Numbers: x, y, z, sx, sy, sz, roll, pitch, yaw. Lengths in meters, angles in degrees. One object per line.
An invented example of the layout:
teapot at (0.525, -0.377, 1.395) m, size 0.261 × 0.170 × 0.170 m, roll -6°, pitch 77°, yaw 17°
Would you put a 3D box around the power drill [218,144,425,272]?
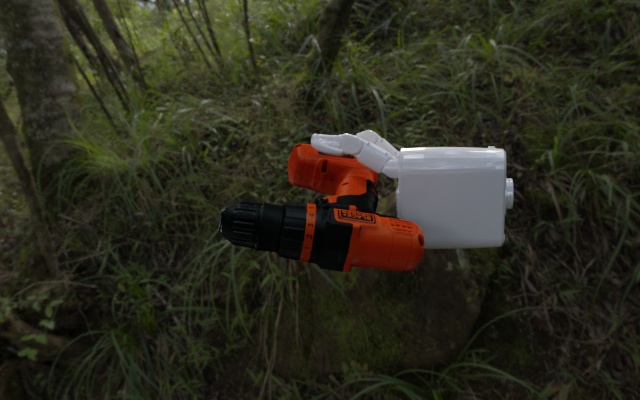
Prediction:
power drill at (0.000, 0.001, 0.489) m, size 0.184 × 0.057 × 0.187 m, roll 10°, pitch 27°, yaw -6°
